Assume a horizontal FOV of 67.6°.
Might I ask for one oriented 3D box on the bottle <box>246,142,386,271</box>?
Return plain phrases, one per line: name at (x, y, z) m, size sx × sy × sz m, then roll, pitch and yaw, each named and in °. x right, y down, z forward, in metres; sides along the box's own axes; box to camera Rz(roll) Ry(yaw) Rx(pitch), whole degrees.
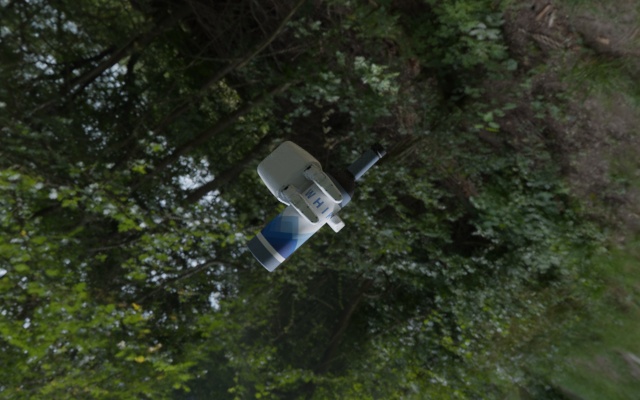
bottle at (0.000, 0.003, 0.851) m, size 0.295 × 0.069 × 0.069 m, roll -42°, pitch 3°, yaw -3°
